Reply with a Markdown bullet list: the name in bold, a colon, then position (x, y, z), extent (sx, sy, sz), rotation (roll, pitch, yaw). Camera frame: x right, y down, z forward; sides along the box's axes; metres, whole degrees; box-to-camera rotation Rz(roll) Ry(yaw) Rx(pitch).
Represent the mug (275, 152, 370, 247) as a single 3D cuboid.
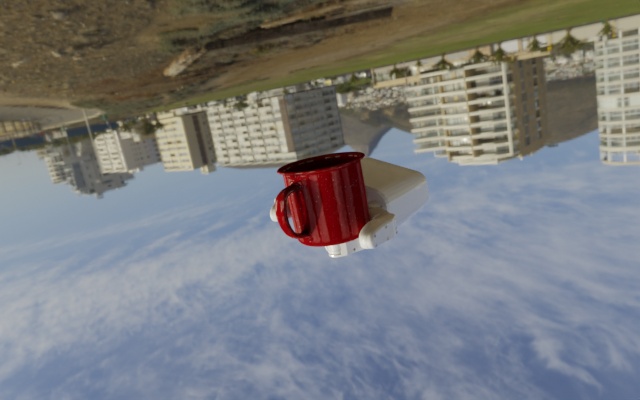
- **mug**: position (-0.001, 0.002, 0.496), extent (0.093, 0.081, 0.117), rotation (1, 18, 41)
